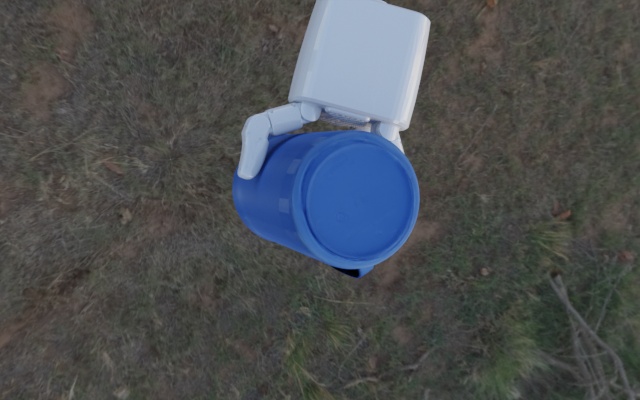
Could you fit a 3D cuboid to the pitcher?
[{"bbox_3d":[0.000,0.001,0.475,0.149,0.145,0.243,14,0,-18],"label":"pitcher"}]
